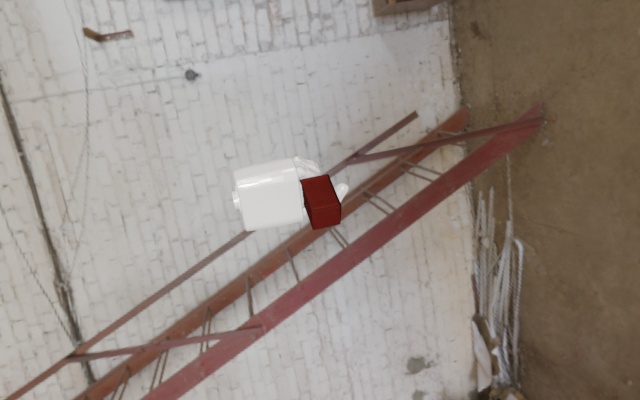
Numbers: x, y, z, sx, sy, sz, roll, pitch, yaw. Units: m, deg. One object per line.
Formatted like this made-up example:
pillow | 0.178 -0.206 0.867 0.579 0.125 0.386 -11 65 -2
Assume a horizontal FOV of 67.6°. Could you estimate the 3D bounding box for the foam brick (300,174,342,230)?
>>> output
foam brick | 0.000 0.003 0.818 0.051 0.078 0.053 -12 -42 -10
